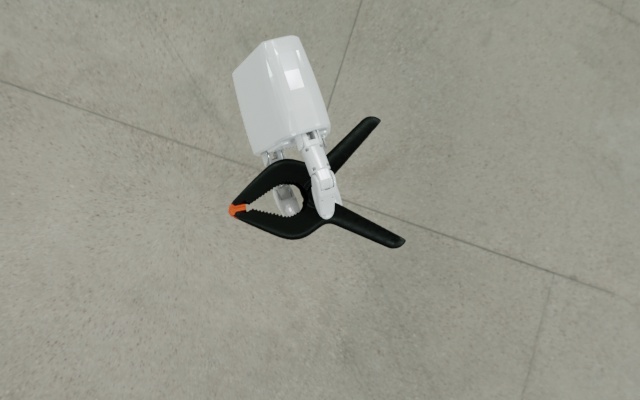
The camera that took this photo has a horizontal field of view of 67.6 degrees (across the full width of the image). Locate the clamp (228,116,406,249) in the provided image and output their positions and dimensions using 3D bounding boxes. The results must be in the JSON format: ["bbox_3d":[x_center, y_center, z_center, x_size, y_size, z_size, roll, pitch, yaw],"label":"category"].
[{"bbox_3d":[0.000,0.002,0.563,0.210,0.164,0.036,-18,-2,-16],"label":"clamp"}]
